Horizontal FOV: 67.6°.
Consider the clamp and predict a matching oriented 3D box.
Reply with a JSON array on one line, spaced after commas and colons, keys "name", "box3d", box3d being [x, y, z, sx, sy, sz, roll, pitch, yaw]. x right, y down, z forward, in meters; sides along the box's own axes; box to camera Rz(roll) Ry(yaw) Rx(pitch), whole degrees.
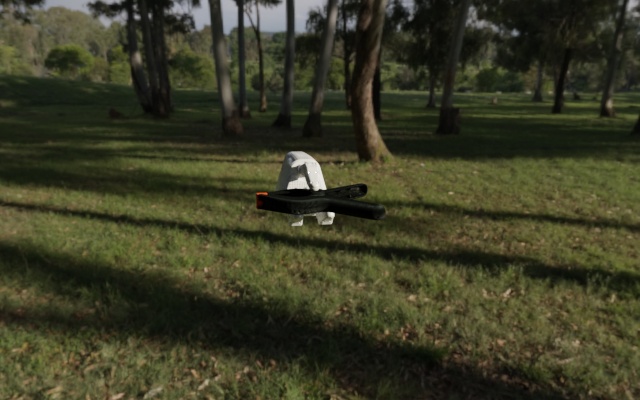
[{"name": "clamp", "box3d": [0.000, 0.002, 0.795, 0.210, 0.036, 0.164, -2, 15, -12]}]
